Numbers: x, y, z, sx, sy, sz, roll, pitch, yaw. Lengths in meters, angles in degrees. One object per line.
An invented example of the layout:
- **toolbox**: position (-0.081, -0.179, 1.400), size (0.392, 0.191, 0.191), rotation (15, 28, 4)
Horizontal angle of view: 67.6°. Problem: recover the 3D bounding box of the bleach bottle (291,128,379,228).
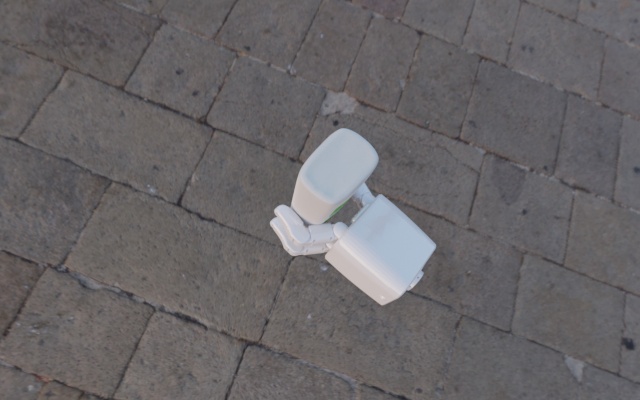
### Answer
- **bleach bottle**: position (0.000, 0.002, 0.666), size (0.068, 0.102, 0.251), rotation (41, -21, 6)
